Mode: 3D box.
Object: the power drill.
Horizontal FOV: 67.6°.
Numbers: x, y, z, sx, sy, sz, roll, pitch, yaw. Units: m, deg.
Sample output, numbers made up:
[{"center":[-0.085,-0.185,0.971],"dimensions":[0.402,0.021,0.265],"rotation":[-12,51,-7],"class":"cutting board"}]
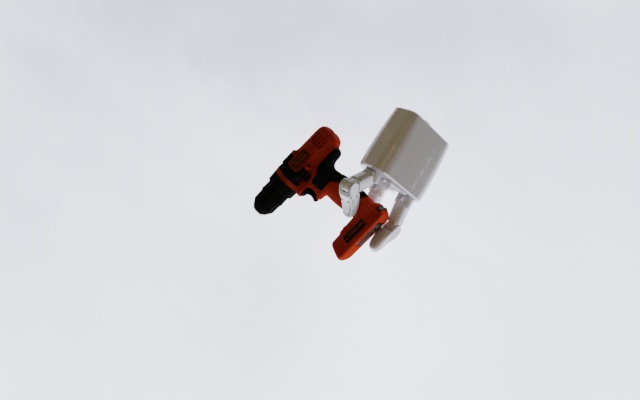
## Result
[{"center":[0.001,0.003,0.758],"dimensions":[0.184,0.187,0.057],"rotation":[-46,-17,13],"class":"power drill"}]
